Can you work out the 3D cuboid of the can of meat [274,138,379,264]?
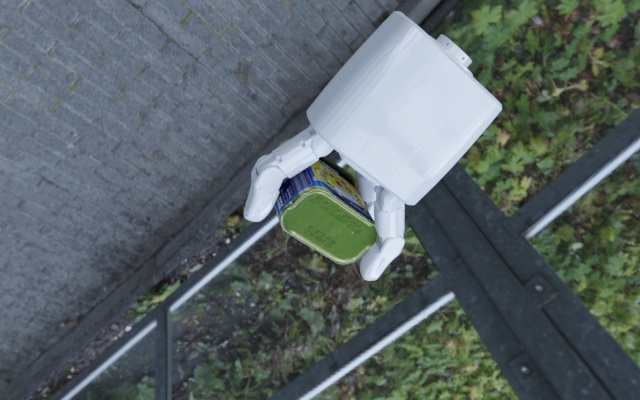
[{"bbox_3d":[0.000,0.002,0.441,0.102,0.057,0.084,34,19,-34],"label":"can of meat"}]
